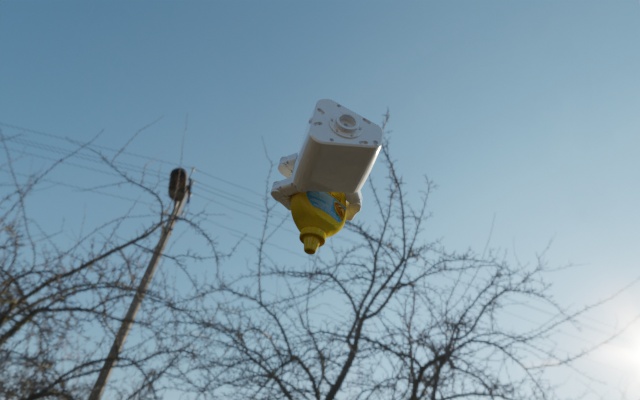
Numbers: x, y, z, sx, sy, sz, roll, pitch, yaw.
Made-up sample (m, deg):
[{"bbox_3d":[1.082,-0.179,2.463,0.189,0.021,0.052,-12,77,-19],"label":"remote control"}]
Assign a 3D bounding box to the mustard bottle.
[{"bbox_3d":[0.000,0.002,0.771,0.096,0.191,0.058,34,-43,-26],"label":"mustard bottle"}]
